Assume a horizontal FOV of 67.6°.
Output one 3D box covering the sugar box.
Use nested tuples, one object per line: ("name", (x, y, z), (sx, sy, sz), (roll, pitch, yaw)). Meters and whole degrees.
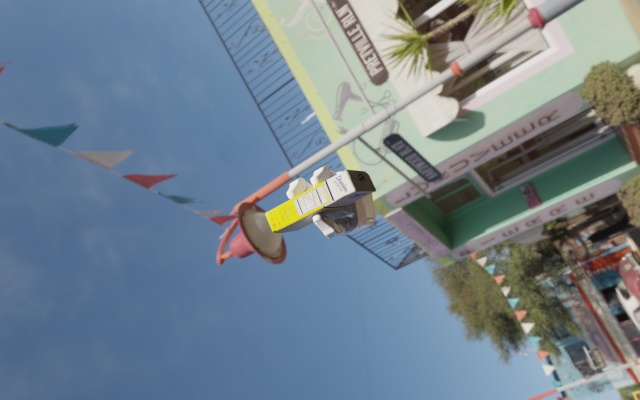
("sugar box", (0.000, 0.002, 0.833), (0.176, 0.048, 0.093), (-30, -13, 25))
